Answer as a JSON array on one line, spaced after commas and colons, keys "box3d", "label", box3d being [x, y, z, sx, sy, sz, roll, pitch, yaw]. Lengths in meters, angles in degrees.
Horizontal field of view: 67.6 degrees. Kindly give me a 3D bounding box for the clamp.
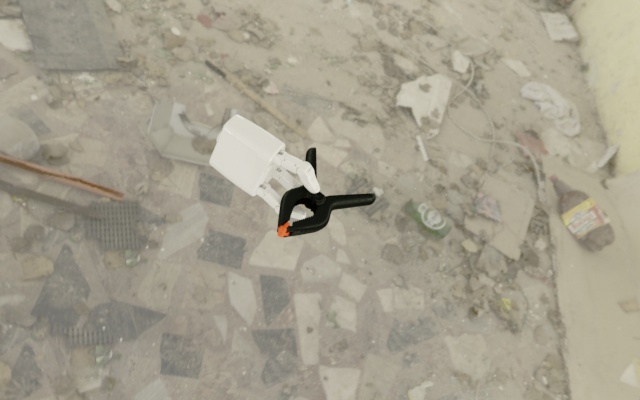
[{"box3d": [0.000, 0.003, 0.874, 0.164, 0.210, 0.036, 33, -40, 5], "label": "clamp"}]
